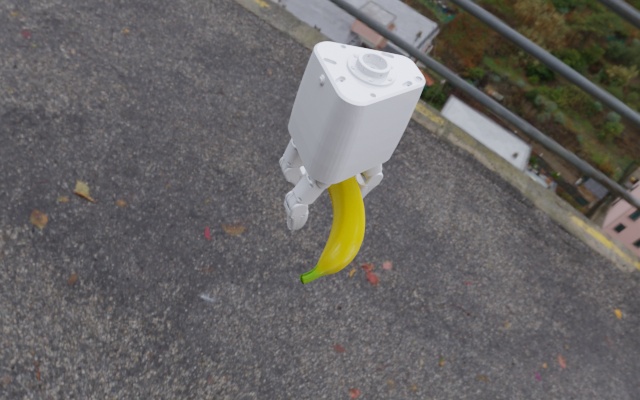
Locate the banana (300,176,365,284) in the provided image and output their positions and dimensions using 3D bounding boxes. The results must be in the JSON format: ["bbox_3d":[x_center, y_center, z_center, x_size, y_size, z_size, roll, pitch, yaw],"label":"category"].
[{"bbox_3d":[0.018,0.007,0.563,0.069,0.197,0.037,8,-38,-5],"label":"banana"}]
